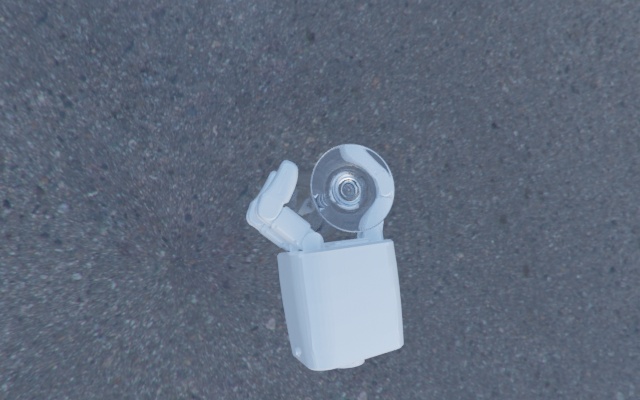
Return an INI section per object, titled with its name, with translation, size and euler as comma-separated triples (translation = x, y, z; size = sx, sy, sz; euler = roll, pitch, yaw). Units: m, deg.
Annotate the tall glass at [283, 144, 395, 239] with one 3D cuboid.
[tall glass]
translation = 0.000, 0.001, 0.488
size = 0.079, 0.079, 0.201
euler = 0, -7, -16
